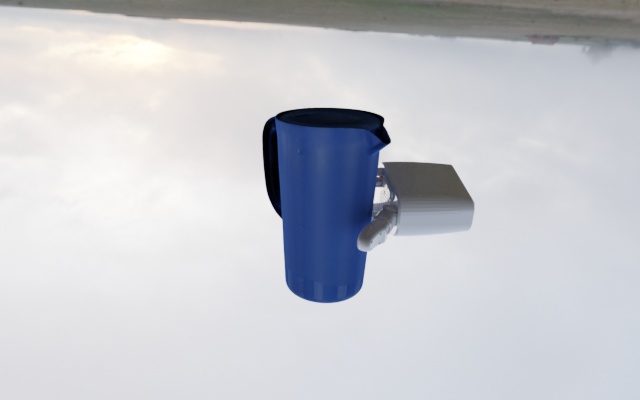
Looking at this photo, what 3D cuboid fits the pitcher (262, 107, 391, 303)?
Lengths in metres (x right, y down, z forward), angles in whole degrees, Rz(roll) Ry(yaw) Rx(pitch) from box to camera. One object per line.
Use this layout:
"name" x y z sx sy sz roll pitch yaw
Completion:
"pitcher" 0.000 0.002 0.625 0.145 0.243 0.149 -2 21 -9
